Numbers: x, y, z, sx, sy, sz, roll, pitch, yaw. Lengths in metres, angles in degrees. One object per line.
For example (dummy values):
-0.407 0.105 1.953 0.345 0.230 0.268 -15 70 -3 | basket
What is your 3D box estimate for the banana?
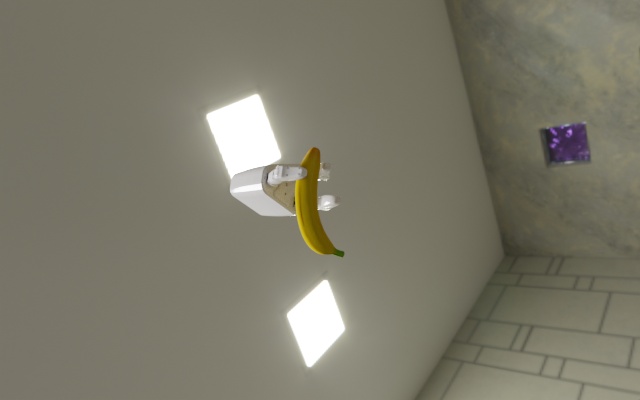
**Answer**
-0.012 0.010 0.815 0.069 0.198 0.037 -16 6 -43 | banana
